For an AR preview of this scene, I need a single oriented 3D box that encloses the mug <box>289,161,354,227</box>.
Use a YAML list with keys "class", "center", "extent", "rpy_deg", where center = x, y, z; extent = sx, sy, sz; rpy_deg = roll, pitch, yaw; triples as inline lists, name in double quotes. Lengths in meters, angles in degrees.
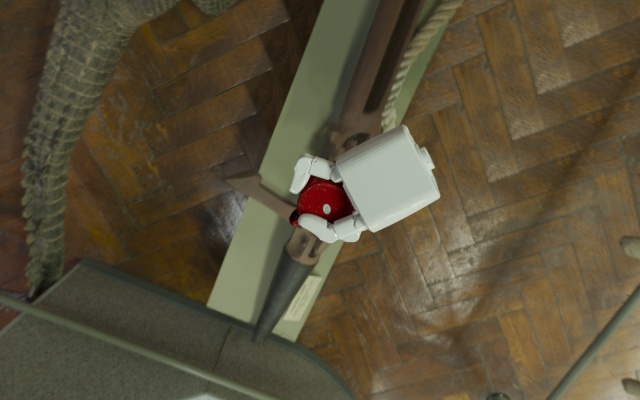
- class: "mug"
  center: [-0.001, 0.003, 0.720]
  extent: [0.117, 0.093, 0.081]
  rpy_deg: [-30, 17, 17]
